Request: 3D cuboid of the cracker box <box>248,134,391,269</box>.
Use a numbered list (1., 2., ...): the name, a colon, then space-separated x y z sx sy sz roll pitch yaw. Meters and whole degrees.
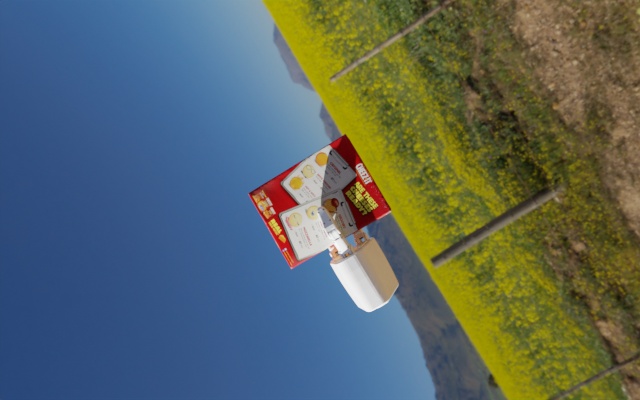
1. cracker box: 0.000 0.003 0.894 0.214 0.164 0.072 -31 -3 8
